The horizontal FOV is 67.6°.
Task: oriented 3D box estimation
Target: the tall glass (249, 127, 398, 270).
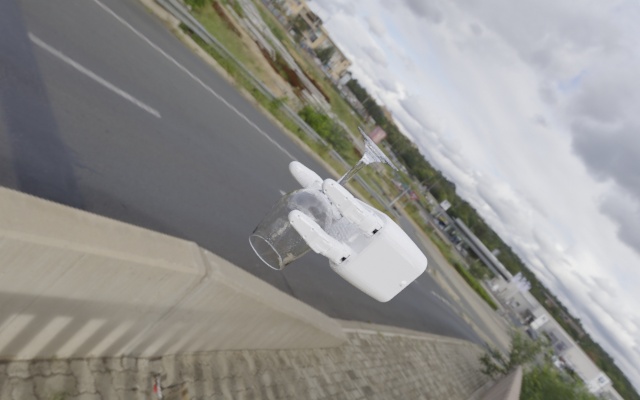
[{"bbox_3d":[0.000,0.001,0.612,0.201,0.079,0.079,-42,-9,10],"label":"tall glass"}]
